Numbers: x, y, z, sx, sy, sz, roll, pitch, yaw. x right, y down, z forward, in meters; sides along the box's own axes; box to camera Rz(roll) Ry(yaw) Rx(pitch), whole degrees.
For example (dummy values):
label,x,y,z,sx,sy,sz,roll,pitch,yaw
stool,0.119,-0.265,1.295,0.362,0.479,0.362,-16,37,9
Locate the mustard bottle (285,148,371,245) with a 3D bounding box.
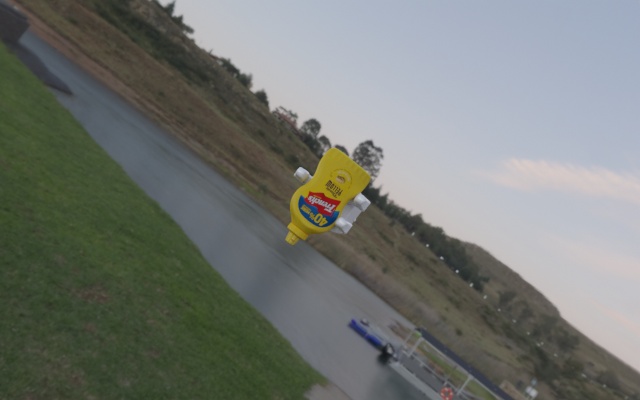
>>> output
label,x,y,z,sx,sy,sz,roll,pitch,yaw
mustard bottle,0.000,0.003,0.887,0.096,0.191,0.058,38,-2,-10
